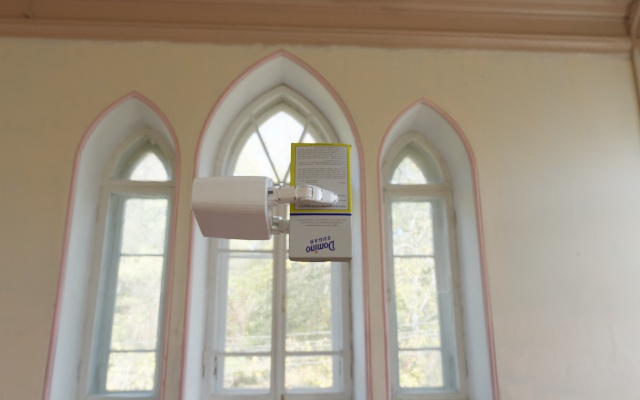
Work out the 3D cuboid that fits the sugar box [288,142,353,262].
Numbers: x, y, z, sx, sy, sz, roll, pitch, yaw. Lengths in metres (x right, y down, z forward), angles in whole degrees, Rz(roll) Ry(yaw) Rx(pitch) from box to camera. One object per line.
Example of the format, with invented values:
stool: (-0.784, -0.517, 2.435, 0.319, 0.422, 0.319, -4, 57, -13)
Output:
sugar box: (0.000, 0.002, 0.708, 0.093, 0.176, 0.048, 1, -15, 0)
